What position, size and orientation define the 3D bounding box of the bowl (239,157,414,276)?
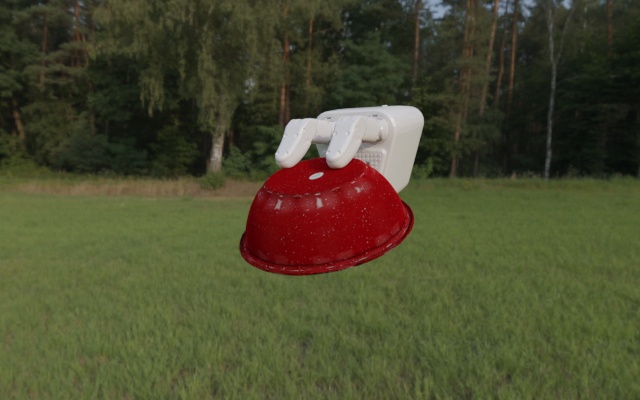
[{"bbox_3d":[0.000,0.002,0.428,0.162,0.055,0.162,-10,23,4],"label":"bowl"}]
